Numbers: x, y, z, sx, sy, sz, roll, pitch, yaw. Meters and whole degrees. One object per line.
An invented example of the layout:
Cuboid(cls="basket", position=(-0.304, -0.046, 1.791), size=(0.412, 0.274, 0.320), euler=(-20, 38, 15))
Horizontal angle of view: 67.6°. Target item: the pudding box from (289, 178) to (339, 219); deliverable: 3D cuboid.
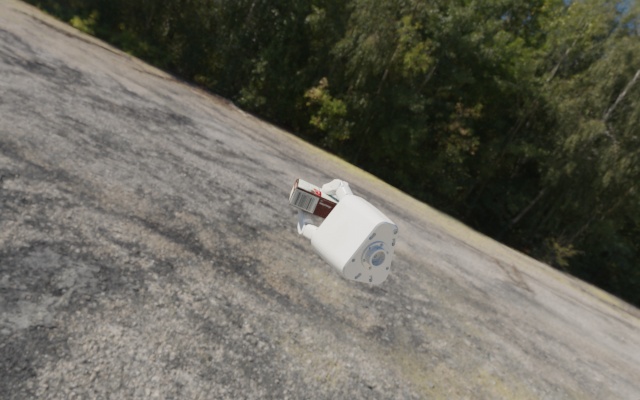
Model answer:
Cuboid(cls="pudding box", position=(0.000, 0.003, 0.879), size=(0.113, 0.039, 0.090), euler=(25, 10, -6))
